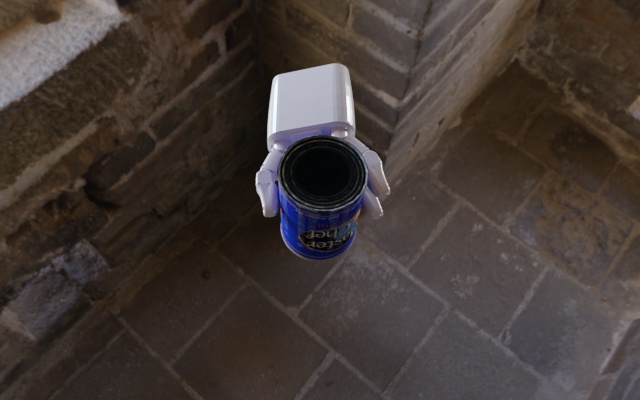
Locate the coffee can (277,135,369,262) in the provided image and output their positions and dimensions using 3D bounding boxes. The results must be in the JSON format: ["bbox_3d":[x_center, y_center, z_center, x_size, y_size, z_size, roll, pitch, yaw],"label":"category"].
[{"bbox_3d":[0.000,0.002,0.590,0.103,0.102,0.140,0,-30,-3],"label":"coffee can"}]
